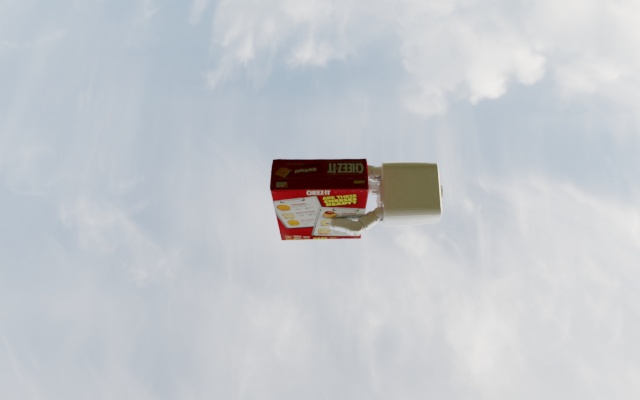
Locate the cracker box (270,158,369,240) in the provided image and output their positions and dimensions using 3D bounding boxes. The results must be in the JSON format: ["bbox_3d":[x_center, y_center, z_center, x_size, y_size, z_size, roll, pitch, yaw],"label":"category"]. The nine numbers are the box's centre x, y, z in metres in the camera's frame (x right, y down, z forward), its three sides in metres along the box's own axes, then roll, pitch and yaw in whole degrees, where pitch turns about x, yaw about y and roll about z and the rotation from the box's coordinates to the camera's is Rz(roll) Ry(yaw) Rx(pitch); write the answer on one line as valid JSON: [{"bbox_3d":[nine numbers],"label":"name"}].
[{"bbox_3d":[0.000,0.003,0.883,0.164,0.072,0.214,-1,-28,0],"label":"cracker box"}]
